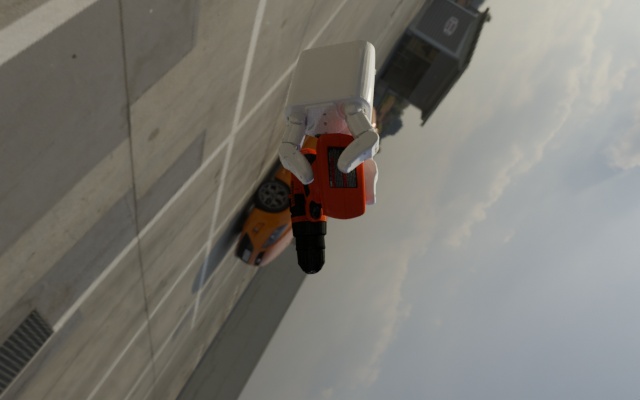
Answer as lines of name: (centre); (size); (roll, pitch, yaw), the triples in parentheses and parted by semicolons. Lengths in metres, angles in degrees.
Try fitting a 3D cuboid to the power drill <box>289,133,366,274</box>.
power drill: (0.000, 0.002, 0.636); (0.057, 0.184, 0.188); (-2, -10, -18)
